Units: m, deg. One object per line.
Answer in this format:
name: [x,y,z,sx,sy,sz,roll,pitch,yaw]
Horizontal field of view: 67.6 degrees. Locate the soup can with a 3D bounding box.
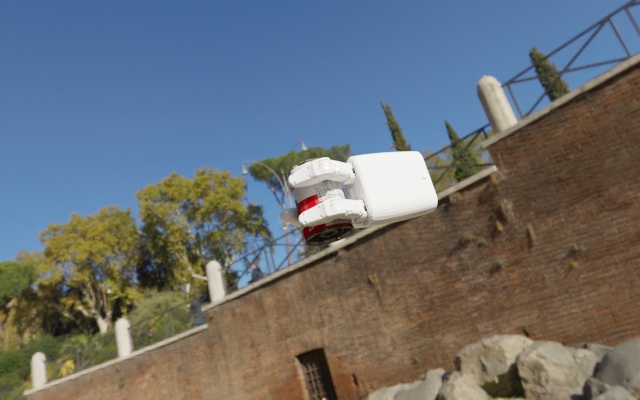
soup can: [0.000,0.002,0.644,0.068,0.102,0.068,-14,-18,-5]
